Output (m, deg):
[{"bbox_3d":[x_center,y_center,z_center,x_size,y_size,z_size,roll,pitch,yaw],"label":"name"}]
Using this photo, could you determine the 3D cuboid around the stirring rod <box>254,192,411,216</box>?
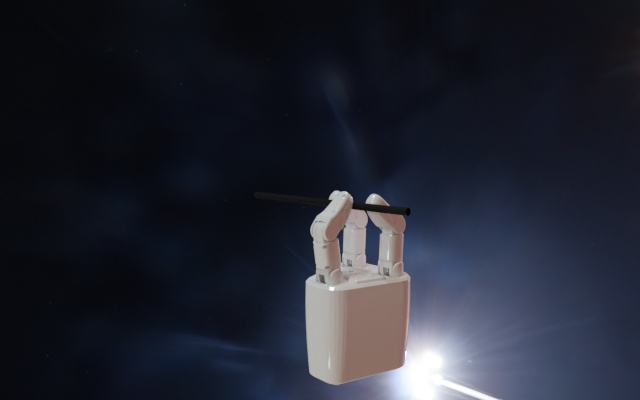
[{"bbox_3d":[0.000,0.002,0.546,0.011,0.011,0.239,0,4,-45],"label":"stirring rod"}]
